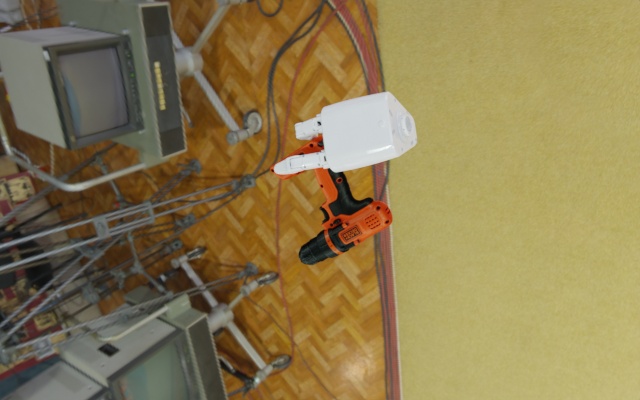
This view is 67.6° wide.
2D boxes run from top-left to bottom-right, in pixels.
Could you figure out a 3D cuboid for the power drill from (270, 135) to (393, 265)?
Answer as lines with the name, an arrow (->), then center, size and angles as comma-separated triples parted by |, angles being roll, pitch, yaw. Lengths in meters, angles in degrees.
power drill -> 0.000, 0.002, 0.788 | 0.184, 0.187, 0.057 | -31, 7, 25
